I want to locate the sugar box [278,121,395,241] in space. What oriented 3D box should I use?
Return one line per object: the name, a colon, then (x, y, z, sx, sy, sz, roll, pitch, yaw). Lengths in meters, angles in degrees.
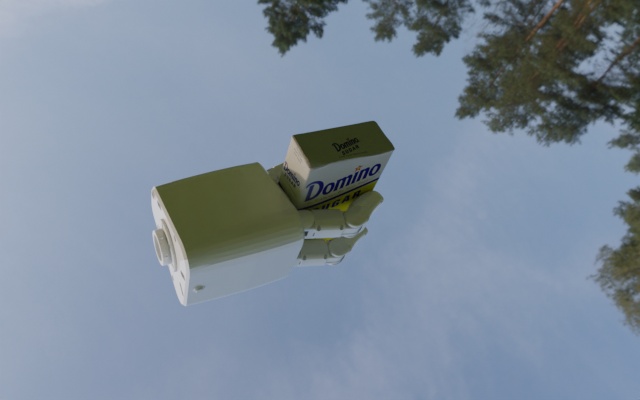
sugar box: (0.000, 0.002, 0.488, 0.093, 0.048, 0.176, -15, -29, -28)
